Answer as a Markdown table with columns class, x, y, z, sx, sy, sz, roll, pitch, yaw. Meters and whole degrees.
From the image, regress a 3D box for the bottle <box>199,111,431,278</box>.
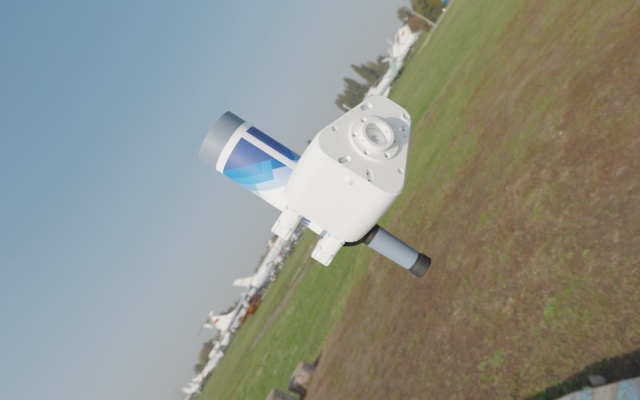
| class | x | y | z | sx | sy | sz | roll | pitch | yaw |
| --- | --- | --- | --- | --- | --- | --- | --- | --- | --- |
| bottle | 0.000 | 0.002 | 0.564 | 0.296 | 0.069 | 0.069 | 32 | -1 | -1 |
